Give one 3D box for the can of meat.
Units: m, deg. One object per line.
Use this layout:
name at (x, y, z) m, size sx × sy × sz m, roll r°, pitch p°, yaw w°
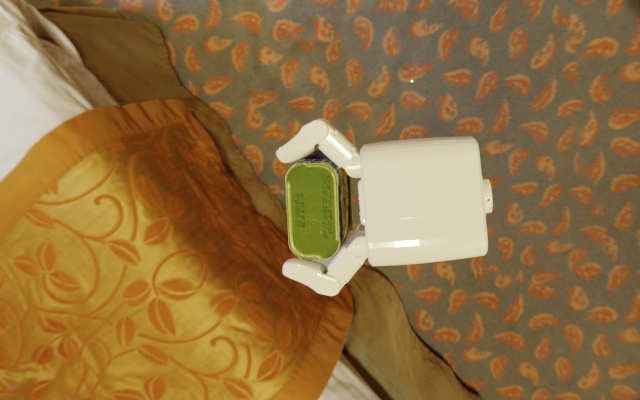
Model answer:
can of meat at (0.000, 0.002, 0.489) m, size 0.057 × 0.102 × 0.084 m, roll 0°, pitch 14°, yaw 10°
